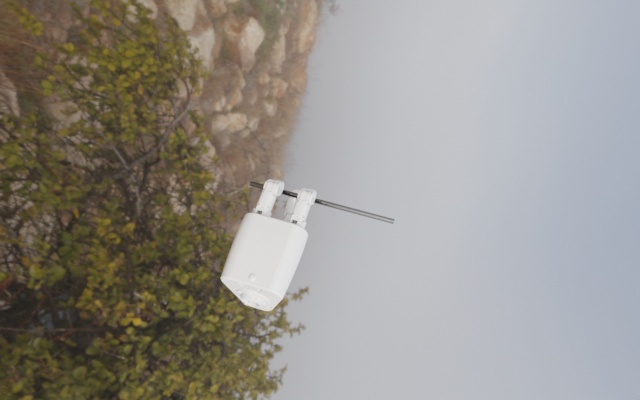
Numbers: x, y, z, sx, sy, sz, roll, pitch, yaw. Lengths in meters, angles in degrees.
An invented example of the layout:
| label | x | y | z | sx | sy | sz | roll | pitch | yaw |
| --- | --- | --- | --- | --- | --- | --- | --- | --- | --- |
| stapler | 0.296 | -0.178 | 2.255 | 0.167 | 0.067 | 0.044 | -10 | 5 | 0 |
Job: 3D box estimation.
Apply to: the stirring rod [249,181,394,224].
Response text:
| label | x | y | z | sx | sy | sz | roll | pitch | yaw |
| --- | --- | --- | --- | --- | --- | --- | --- | --- | --- |
| stirring rod | 0.000 | 0.003 | 0.766 | 0.239 | 0.011 | 0.011 | 15 | 2 | 8 |
